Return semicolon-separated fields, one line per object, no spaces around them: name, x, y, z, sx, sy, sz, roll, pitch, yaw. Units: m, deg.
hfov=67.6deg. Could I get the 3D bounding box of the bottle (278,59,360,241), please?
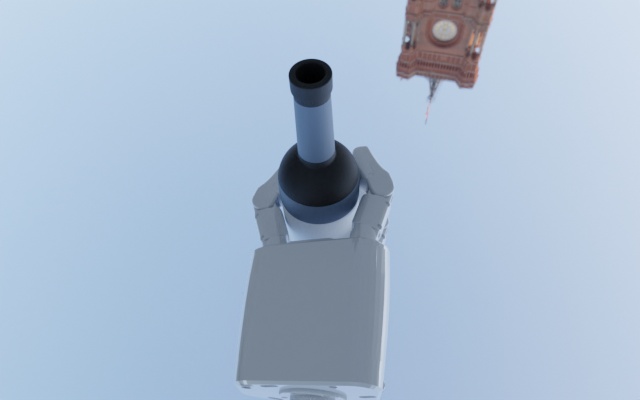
bottle;0.000;0.001;0.417;0.069;0.069;0.296;0;-33;3
